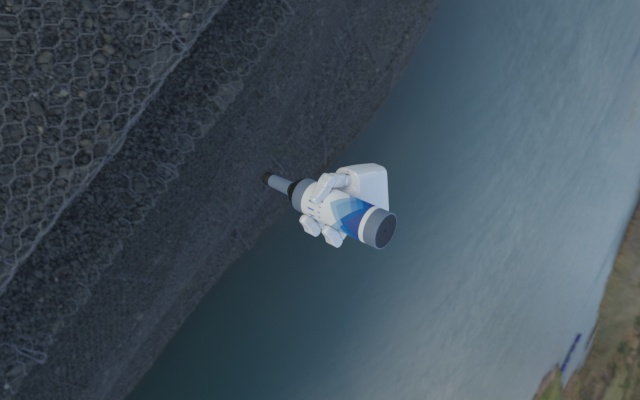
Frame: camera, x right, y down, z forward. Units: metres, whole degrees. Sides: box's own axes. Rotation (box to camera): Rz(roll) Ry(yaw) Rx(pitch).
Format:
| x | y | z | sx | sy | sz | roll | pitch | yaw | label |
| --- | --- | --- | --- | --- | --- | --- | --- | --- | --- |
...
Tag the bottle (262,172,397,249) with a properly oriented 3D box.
| x | y | z | sx | sy | sz | roll | pitch | yaw | label |
| --- | --- | --- | --- | --- | --- | --- | --- | --- | --- |
| 0.000 | 0.003 | 0.888 | 0.295 | 0.069 | 0.069 | 24 | 14 | 35 | bottle |
